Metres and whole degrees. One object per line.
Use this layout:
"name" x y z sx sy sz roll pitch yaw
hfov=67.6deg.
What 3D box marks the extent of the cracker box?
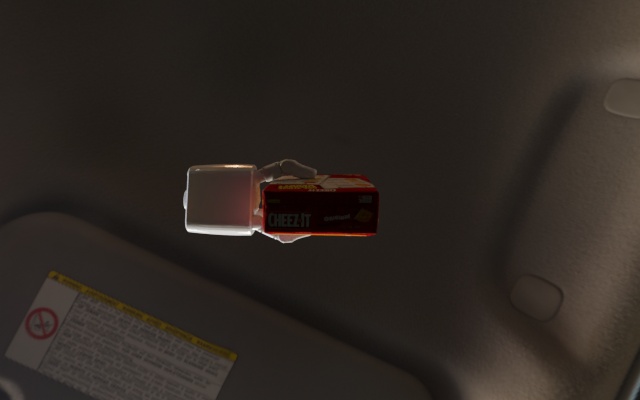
"cracker box" 0.000 0.002 0.768 0.164 0.072 0.213 0 9 0
